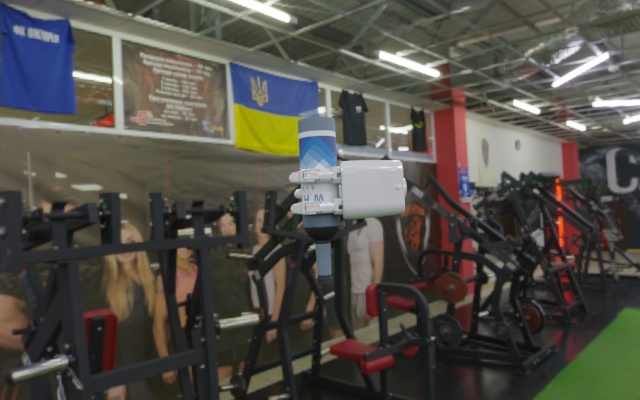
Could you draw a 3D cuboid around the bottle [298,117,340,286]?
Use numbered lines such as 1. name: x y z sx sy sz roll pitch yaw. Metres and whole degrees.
1. bottle: 0.000 0.003 0.854 0.069 0.295 0.069 -3 -1 0
